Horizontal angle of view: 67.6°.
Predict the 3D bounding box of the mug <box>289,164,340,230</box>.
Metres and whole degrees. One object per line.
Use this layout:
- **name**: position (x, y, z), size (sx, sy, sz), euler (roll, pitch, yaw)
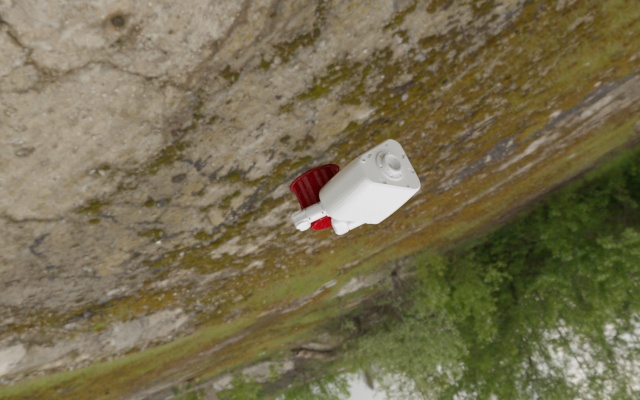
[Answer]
- **mug**: position (-0.001, 0.004, 0.809), size (0.093, 0.081, 0.117), euler (-12, -21, -37)
